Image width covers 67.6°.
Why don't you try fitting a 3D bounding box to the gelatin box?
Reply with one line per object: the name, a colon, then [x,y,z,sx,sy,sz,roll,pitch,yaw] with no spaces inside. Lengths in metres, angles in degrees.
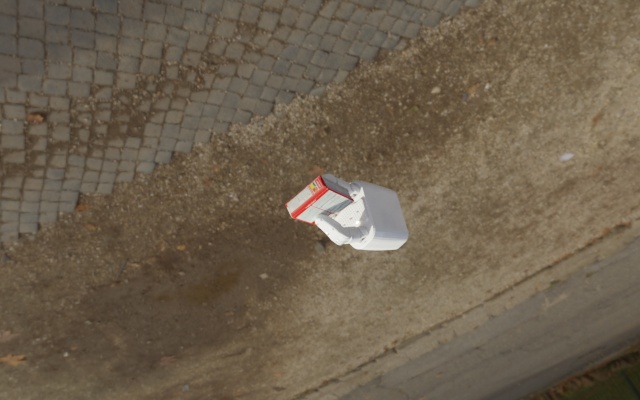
gelatin box: [0.000,0.003,0.743,0.073,0.030,0.089,-39,-29,18]
